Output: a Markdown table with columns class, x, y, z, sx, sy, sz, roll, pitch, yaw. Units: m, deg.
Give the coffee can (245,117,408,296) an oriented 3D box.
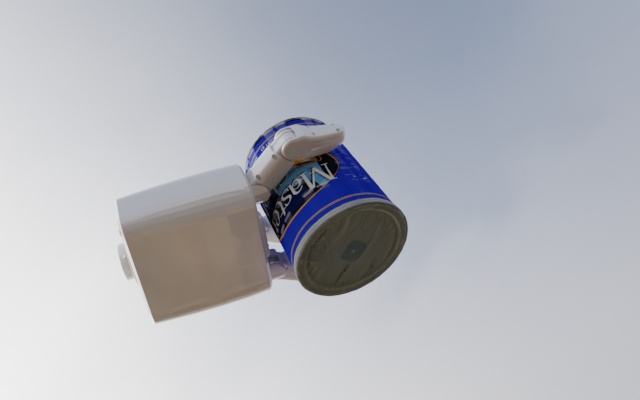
| class | x | y | z | sx | sy | sz | roll | pitch | yaw |
| --- | --- | --- | --- | --- | --- | --- | --- | --- | --- |
| coffee can | 0.000 | 0.001 | 0.440 | 0.103 | 0.103 | 0.140 | 0 | 36 | -30 |
